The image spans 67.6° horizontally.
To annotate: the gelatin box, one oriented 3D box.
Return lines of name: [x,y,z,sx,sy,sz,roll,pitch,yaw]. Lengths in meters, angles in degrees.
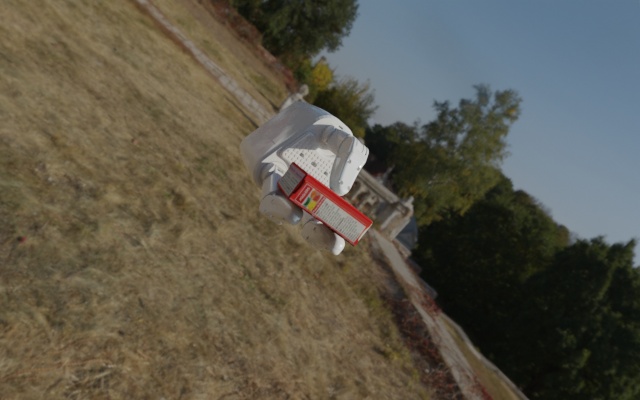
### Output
gelatin box: [0.000,0.001,0.438,0.073,0.030,0.089,37,1,-16]
